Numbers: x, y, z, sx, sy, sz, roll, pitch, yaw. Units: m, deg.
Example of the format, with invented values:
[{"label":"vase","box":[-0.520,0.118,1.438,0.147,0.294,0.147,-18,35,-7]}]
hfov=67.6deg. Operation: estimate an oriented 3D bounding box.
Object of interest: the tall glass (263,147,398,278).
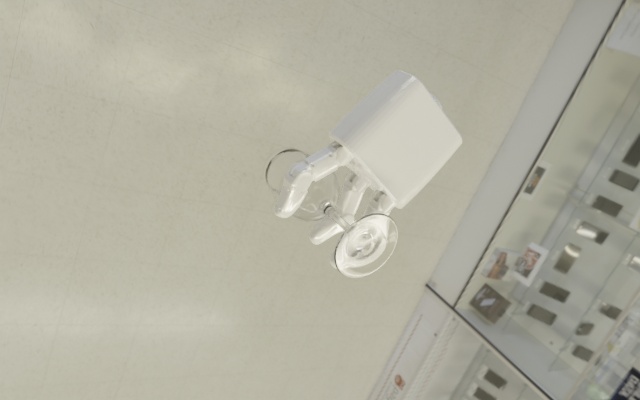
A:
[{"label":"tall glass","box":[0.000,0.002,0.547,0.079,0.079,0.201,0,26,-32]}]
